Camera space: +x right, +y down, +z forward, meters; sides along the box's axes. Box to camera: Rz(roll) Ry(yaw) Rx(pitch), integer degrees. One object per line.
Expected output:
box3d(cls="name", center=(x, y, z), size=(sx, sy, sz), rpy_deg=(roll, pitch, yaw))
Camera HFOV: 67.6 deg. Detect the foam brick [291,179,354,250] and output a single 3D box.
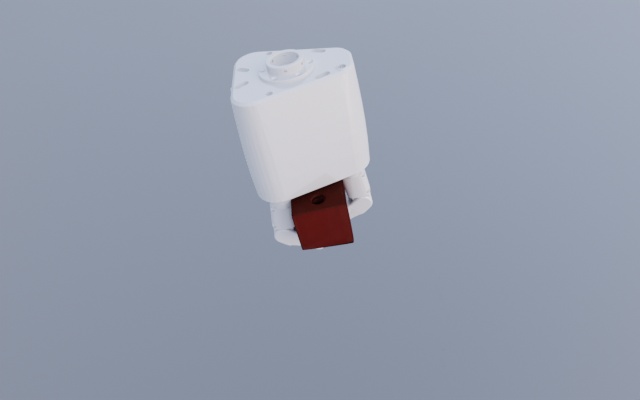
box3d(cls="foam brick", center=(0.000, 0.002, 0.472), size=(0.053, 0.051, 0.078), rpy_deg=(-11, 43, 3))
